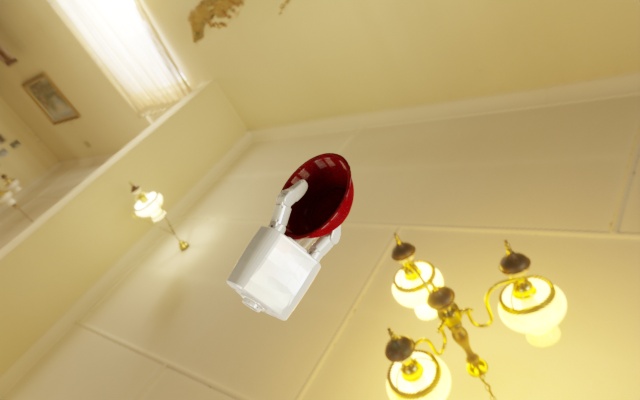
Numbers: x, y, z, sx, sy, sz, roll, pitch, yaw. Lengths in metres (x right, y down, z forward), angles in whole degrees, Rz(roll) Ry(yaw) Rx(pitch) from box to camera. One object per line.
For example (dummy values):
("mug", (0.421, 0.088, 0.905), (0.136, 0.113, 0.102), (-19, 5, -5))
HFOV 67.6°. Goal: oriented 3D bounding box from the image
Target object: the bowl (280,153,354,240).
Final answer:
("bowl", (0.001, 0.002, 0.793), (0.162, 0.162, 0.055), (0, -28, 46))
